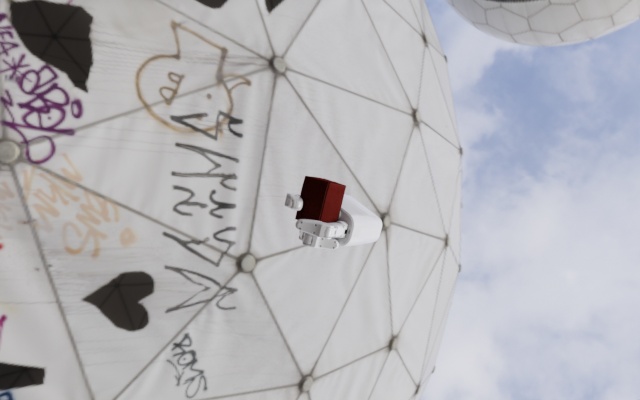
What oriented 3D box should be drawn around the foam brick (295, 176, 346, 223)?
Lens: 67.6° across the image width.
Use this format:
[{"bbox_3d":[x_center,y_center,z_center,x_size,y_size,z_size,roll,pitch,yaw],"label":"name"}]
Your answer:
[{"bbox_3d":[0.000,0.002,0.792,0.053,0.078,0.051,20,9,37],"label":"foam brick"}]
